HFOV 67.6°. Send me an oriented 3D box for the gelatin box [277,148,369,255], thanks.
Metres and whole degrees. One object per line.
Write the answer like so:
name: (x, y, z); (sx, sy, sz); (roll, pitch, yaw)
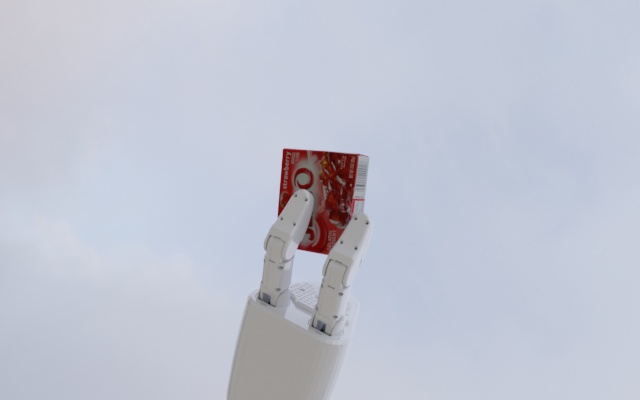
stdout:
gelatin box: (0.000, 0.001, 0.417); (0.073, 0.089, 0.030); (7, 3, 27)
